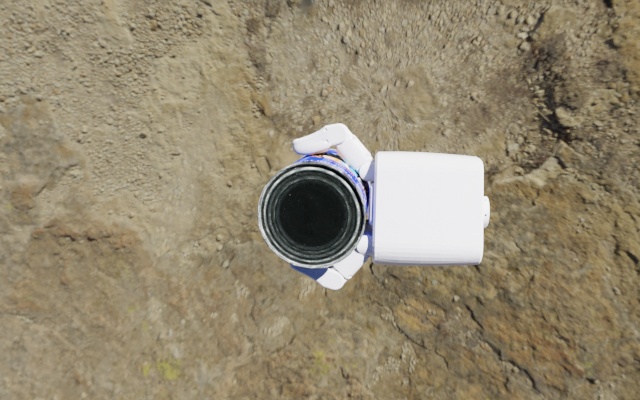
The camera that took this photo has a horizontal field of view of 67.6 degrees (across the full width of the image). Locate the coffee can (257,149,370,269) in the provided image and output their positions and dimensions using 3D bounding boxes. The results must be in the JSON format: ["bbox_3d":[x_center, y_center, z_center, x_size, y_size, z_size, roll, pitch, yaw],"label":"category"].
[{"bbox_3d":[0.000,0.002,0.509,0.103,0.103,0.140,0,11,8],"label":"coffee can"}]
